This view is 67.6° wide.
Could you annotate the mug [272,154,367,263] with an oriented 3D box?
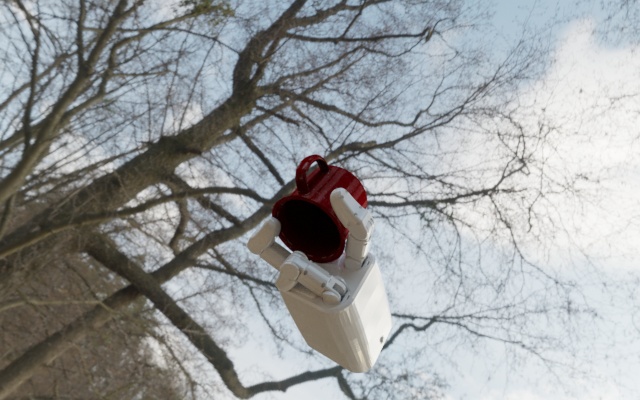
[{"bbox_3d":[0.000,0.000,0.550,0.093,0.117,0.081,1,34,33],"label":"mug"}]
